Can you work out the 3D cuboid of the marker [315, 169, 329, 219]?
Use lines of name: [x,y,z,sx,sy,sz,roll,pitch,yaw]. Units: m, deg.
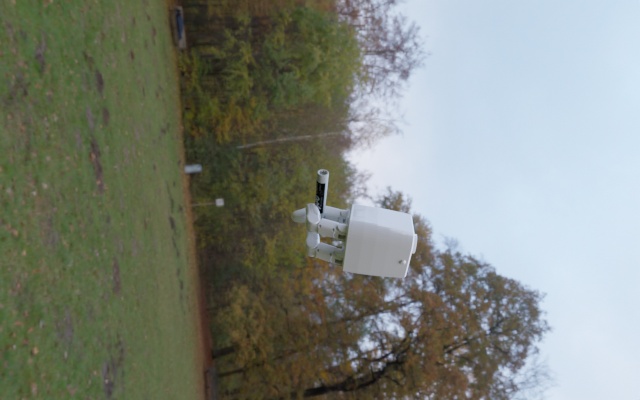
marker: [0.000,0.003,0.799,0.020,0.121,0.020,3,38,-2]
